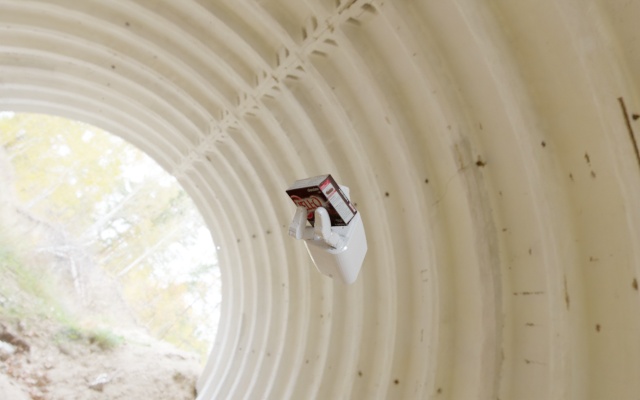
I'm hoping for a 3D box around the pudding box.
[{"bbox_3d":[0.000,0.003,0.840,0.039,0.090,0.113,-48,21,-29],"label":"pudding box"}]
